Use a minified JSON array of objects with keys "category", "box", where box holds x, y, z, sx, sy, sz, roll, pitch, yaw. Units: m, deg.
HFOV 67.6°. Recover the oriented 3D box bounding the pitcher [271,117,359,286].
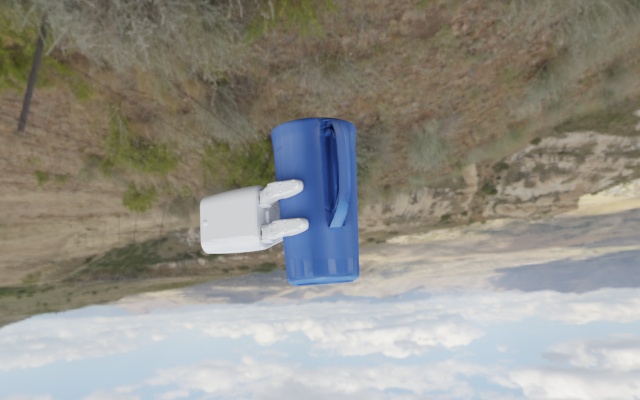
[{"category":"pitcher","box":[0.000,0.002,0.718,0.145,0.242,0.149,-8,-11,21]}]
